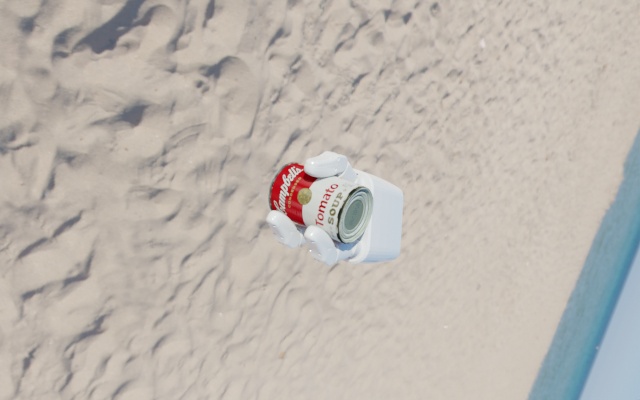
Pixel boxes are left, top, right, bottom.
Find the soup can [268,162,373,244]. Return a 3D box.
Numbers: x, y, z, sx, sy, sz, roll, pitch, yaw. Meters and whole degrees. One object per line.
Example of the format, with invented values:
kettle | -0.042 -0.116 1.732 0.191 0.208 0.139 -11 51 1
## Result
soup can | 0.000 0.002 0.543 0.102 0.068 0.068 21 12 33
